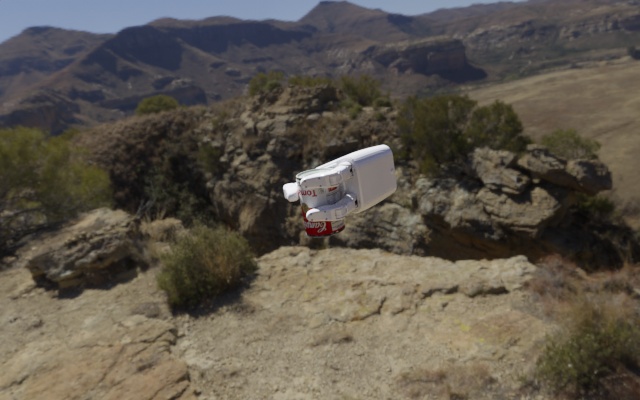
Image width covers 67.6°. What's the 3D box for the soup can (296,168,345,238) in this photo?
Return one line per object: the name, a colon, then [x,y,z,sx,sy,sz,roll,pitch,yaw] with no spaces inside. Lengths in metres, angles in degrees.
soup can: [0.000,0.002,0.797,0.068,0.102,0.068,-9,15,3]
